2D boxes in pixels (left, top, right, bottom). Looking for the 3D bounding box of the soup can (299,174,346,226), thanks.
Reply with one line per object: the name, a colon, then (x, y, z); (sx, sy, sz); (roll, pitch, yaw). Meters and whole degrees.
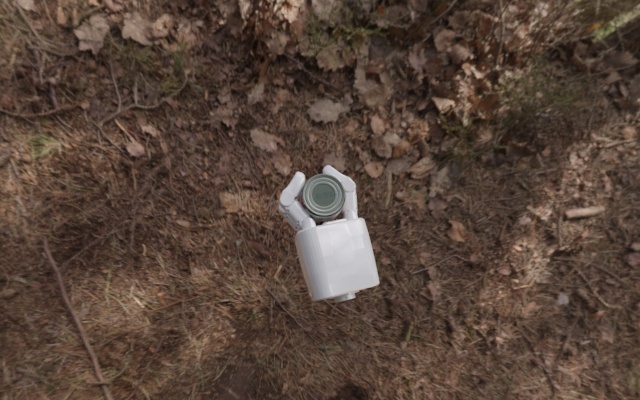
soup can: (0.000, 0.002, 0.755); (0.068, 0.068, 0.102); (0, -12, -6)
